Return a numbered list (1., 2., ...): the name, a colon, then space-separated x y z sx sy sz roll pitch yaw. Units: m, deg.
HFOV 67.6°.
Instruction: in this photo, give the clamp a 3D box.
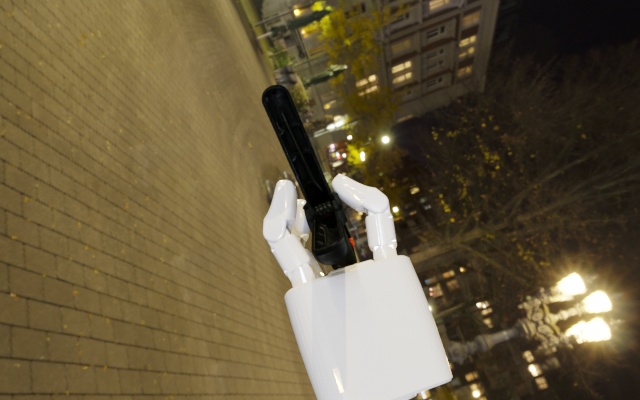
1. clamp: 0.001 0.002 0.446 0.036 0.164 0.210 -21 -22 3
